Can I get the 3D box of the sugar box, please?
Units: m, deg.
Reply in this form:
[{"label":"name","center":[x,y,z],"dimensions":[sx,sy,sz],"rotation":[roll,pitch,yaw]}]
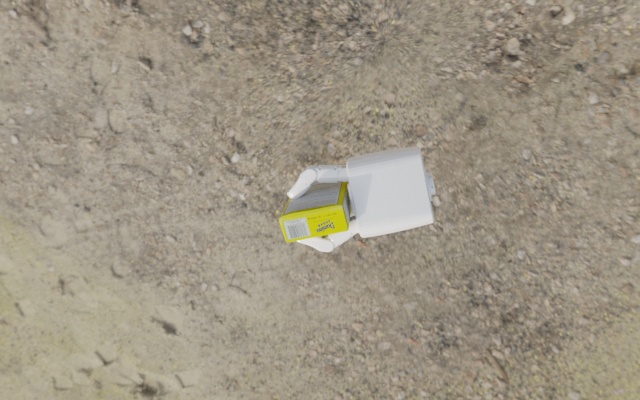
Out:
[{"label":"sugar box","center":[0.000,0.003,0.732],"dimensions":[0.093,0.048,0.176],"rotation":[-11,17,11]}]
